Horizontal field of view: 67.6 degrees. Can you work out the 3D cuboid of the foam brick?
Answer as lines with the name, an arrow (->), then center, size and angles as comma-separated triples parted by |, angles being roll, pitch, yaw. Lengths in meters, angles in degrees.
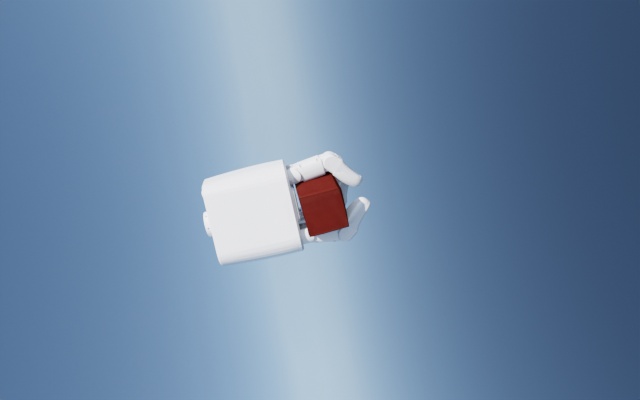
foam brick -> 0.000, 0.002, 0.590 | 0.051, 0.053, 0.078 | -15, 21, -3
